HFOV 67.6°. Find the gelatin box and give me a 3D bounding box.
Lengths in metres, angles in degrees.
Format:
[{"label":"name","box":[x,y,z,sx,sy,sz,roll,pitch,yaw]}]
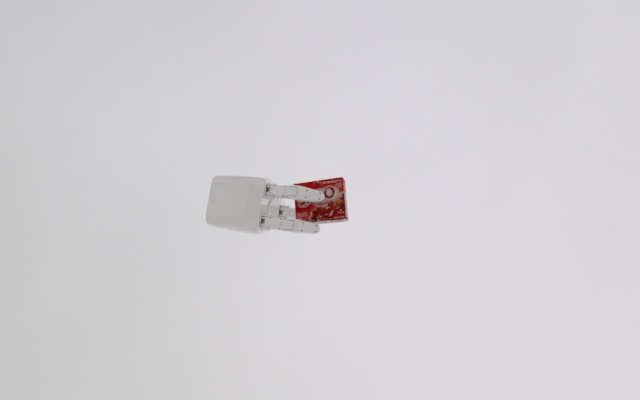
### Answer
[{"label":"gelatin box","box":[0.001,0.003,0.814,0.089,0.073,0.030,-7,-12,12]}]
